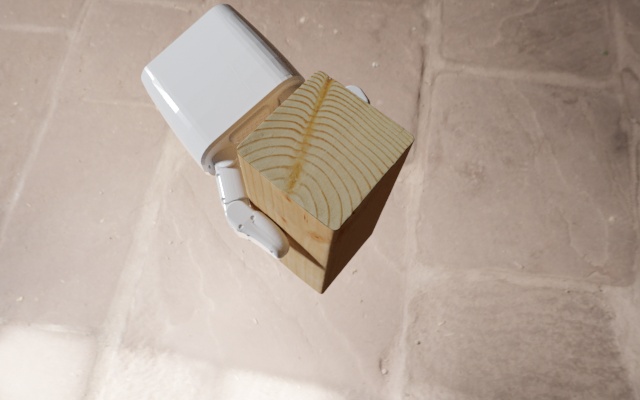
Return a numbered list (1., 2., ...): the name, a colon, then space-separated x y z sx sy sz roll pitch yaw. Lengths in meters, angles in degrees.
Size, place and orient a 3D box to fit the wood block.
1. wood block: 0.000 0.001 0.415 0.090 0.091 0.206 38 -18 13
